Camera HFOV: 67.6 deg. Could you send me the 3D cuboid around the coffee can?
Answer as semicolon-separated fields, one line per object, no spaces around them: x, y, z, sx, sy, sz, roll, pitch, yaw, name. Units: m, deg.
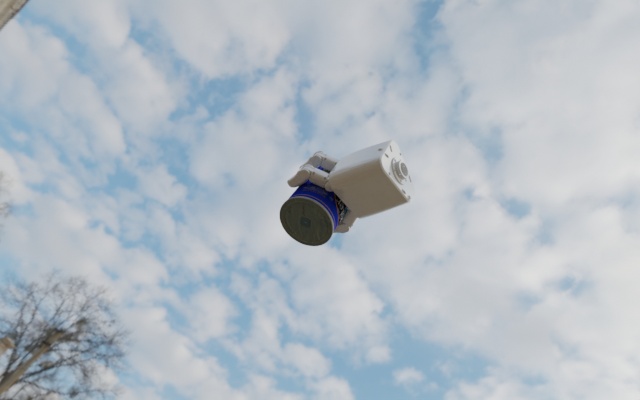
0.000;0.003;0.887;0.103;0.103;0.140;0;32;26;coffee can
